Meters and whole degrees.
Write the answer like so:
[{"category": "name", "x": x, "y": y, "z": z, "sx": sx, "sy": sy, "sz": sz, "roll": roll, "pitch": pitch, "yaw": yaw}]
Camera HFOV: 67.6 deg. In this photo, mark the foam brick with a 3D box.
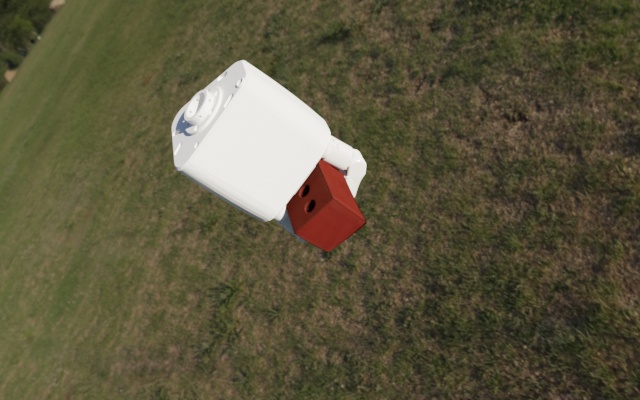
[{"category": "foam brick", "x": 0.000, "y": 0.002, "z": 0.473, "sx": 0.053, "sy": 0.078, "sz": 0.051, "roll": -41, "pitch": -48, "yaw": 17}]
